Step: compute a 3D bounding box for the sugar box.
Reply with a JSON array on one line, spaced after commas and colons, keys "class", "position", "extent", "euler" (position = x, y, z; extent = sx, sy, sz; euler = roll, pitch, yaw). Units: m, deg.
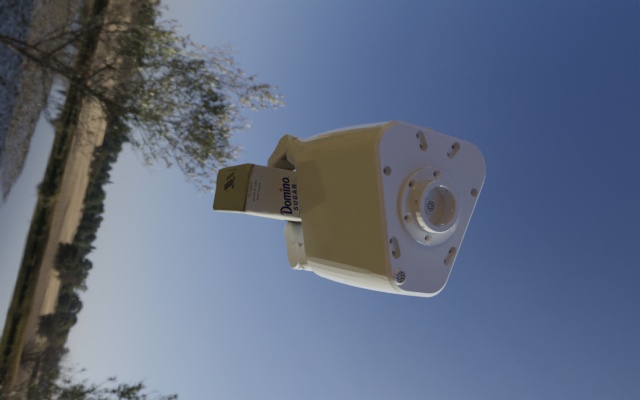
[{"class": "sugar box", "position": [0.000, 0.001, 0.440], "extent": [0.176, 0.048, 0.093], "euler": [11, -5, -27]}]
